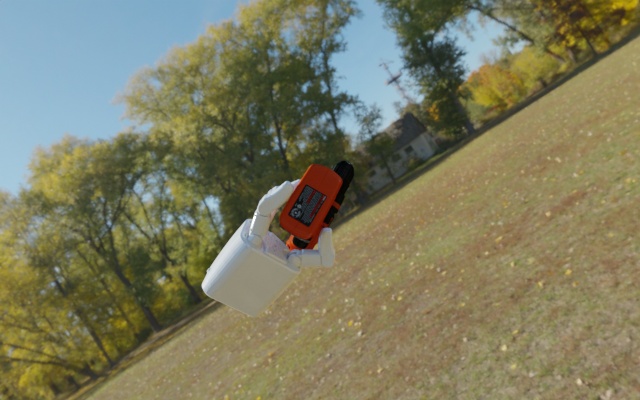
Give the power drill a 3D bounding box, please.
[{"bbox_3d":[0.000,0.003,0.748,0.057,0.184,0.188,28,-7,9],"label":"power drill"}]
